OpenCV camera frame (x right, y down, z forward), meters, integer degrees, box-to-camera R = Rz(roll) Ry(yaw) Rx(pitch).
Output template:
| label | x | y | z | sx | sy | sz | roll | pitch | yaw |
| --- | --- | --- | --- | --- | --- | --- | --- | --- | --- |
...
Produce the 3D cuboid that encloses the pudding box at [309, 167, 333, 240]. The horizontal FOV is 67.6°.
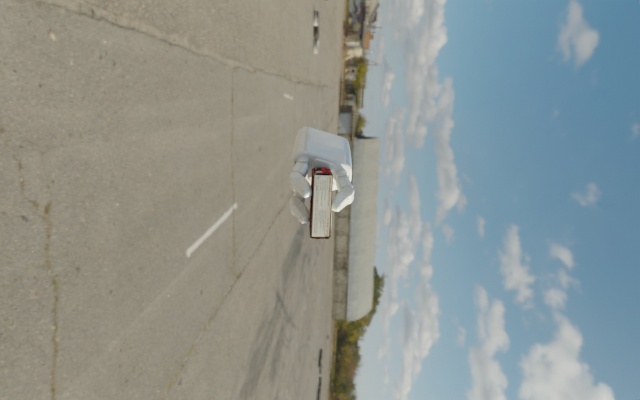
| label | x | y | z | sx | sy | sz | roll | pitch | yaw |
| --- | --- | --- | --- | --- | --- | --- | --- | --- | --- |
| pudding box | 0.000 | 0.003 | 0.829 | 0.039 | 0.113 | 0.090 | 1 | 9 | -1 |
